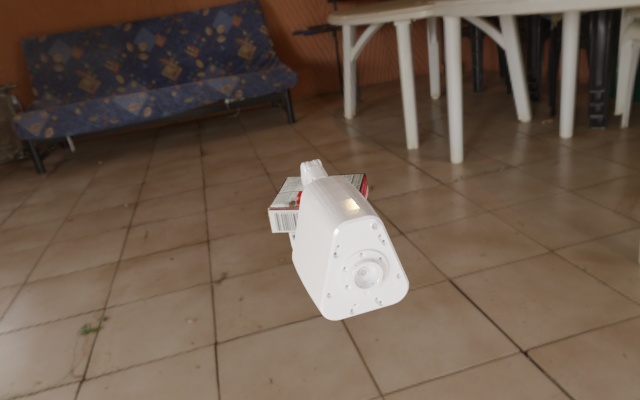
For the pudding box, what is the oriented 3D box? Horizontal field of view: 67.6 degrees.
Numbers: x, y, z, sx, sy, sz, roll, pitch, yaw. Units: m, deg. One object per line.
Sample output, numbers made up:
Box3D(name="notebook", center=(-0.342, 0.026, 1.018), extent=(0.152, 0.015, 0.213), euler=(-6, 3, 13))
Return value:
Box3D(name="pudding box", center=(0.000, 0.002, 0.602), extent=(0.113, 0.039, 0.090), euler=(-1, 28, 14))
